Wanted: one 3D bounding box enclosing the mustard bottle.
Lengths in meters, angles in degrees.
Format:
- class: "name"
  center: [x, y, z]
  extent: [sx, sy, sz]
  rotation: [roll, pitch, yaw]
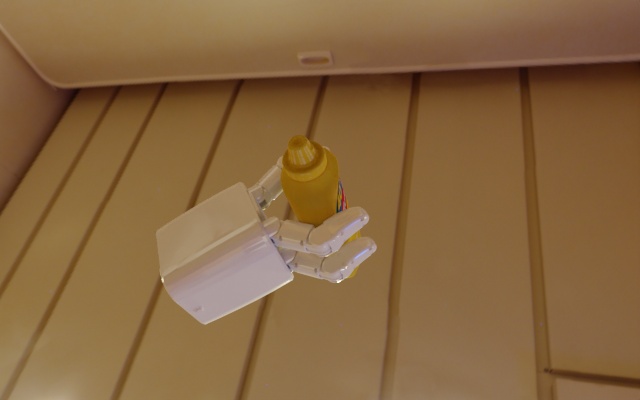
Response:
- class: "mustard bottle"
  center: [0.000, 0.002, 0.498]
  extent: [0.058, 0.096, 0.192]
  rotation: [-9, -36, 10]
